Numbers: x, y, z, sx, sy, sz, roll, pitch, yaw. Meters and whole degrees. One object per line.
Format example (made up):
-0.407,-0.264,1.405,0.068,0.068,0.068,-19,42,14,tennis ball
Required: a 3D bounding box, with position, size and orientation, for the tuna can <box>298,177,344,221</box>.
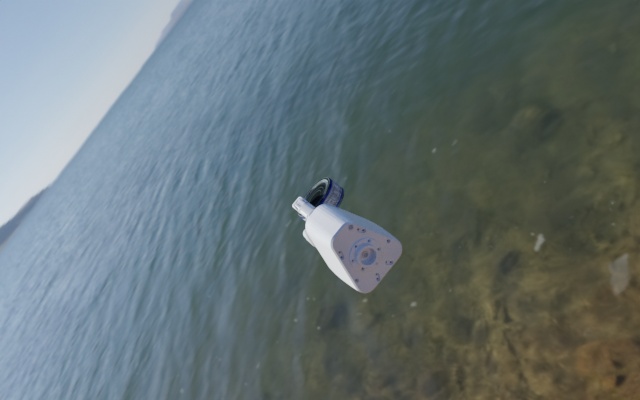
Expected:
0.000,0.002,0.824,0.034,0.086,0.086,37,-14,-20,tuna can
